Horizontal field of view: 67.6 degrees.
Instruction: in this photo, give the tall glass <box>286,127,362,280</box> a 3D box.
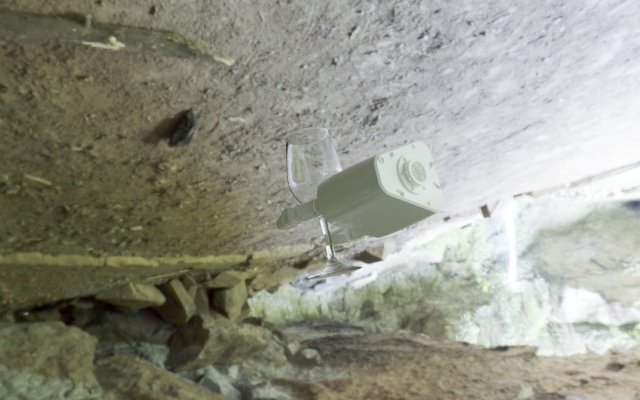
[{"bbox_3d":[0.000,0.003,0.658,0.079,0.201,0.079,-11,-14,-3],"label":"tall glass"}]
